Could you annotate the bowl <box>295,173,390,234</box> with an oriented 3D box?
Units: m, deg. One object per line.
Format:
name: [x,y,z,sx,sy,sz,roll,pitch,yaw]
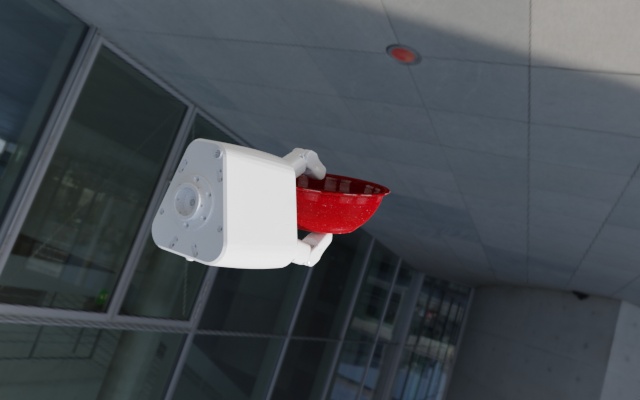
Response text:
bowl: [0.001,0.002,0.579,0.162,0.055,0.162,7,10,-1]
